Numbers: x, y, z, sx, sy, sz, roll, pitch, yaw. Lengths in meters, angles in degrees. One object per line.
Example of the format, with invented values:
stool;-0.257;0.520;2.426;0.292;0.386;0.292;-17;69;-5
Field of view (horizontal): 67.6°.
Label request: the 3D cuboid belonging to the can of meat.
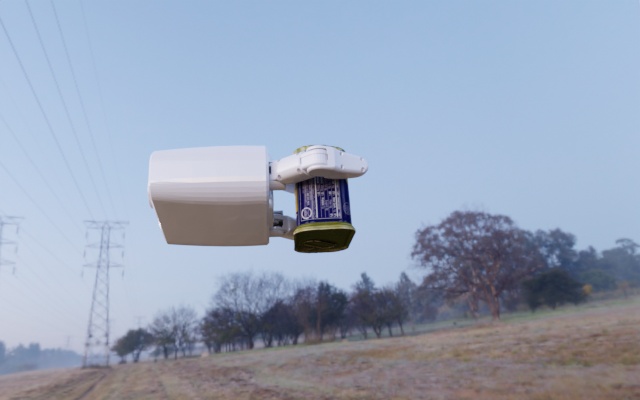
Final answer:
can of meat;0.000;0.001;0.479;0.057;0.084;0.102;-3;-18;-3
